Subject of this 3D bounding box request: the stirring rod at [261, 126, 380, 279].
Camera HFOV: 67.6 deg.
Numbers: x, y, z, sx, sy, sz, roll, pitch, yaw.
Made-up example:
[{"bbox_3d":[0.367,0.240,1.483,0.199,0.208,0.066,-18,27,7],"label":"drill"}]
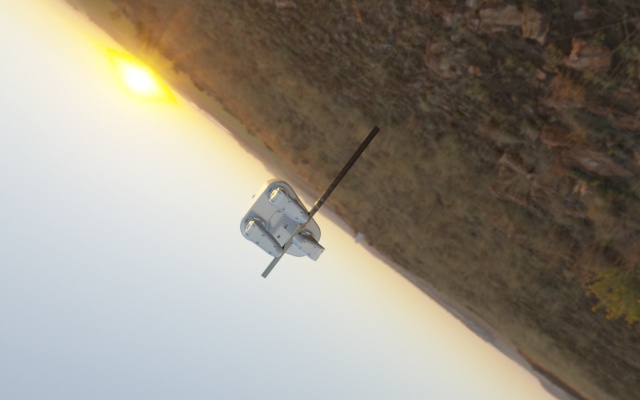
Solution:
[{"bbox_3d":[0.000,0.002,0.611,0.011,0.239,0.011,38,-1,1],"label":"stirring rod"}]
